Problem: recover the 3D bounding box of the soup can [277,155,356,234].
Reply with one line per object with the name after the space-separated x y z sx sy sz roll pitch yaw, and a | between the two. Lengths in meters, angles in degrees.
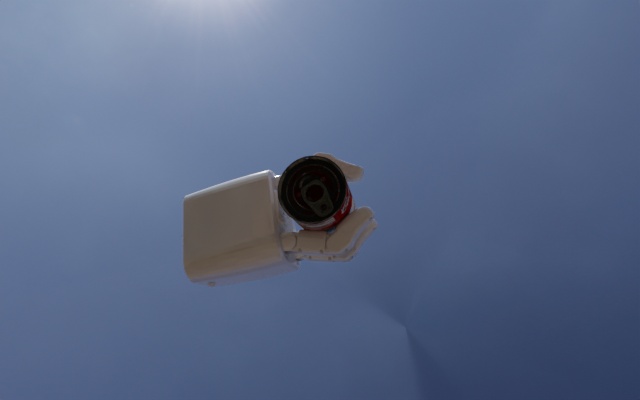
0.001 0.001 0.504 0.068 0.068 0.102 0 -15 10 | soup can
